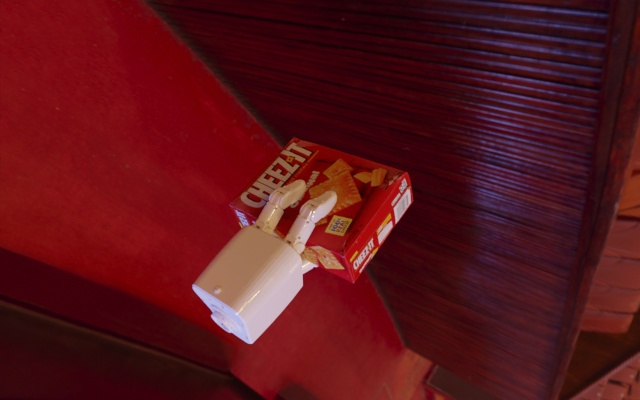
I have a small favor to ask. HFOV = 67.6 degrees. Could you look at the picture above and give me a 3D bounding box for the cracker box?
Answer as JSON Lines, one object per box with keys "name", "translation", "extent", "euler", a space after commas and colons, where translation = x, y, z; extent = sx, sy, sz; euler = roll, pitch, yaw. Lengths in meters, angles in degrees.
{"name": "cracker box", "translation": [0.000, 0.002, 0.695], "extent": [0.213, 0.164, 0.072], "euler": [22, -32, 33]}
